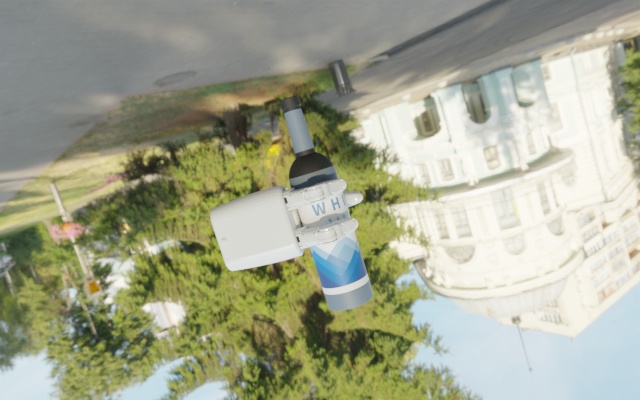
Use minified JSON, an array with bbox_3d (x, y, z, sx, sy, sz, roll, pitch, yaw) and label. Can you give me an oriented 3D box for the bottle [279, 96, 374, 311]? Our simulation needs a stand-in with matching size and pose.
[{"bbox_3d":[0.000,0.002,0.660,0.069,0.296,0.069,-17,6,2],"label":"bottle"}]
